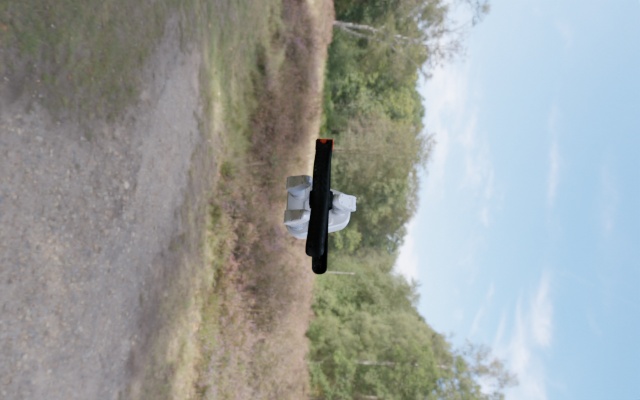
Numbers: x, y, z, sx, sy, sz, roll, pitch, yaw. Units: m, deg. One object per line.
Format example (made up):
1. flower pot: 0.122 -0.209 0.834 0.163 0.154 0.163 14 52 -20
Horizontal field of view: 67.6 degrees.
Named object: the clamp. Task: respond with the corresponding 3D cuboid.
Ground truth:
1. clamp: 0.001 0.002 0.712 0.036 0.210 0.164 3 -10 2
